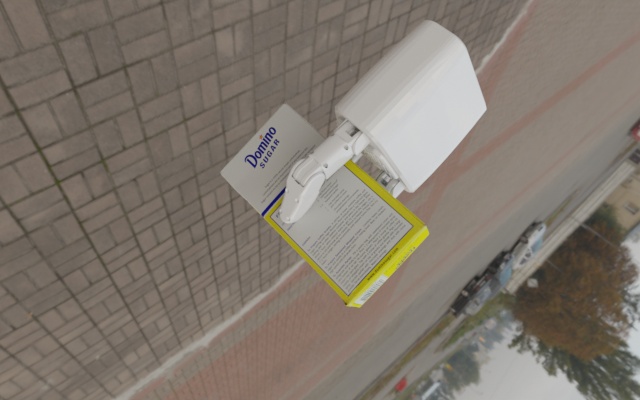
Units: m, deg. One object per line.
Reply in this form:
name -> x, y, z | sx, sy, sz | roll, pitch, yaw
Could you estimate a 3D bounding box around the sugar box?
sugar box -> 0.000, 0.002, 0.431 | 0.176, 0.093, 0.048 | 44, 2, 24
